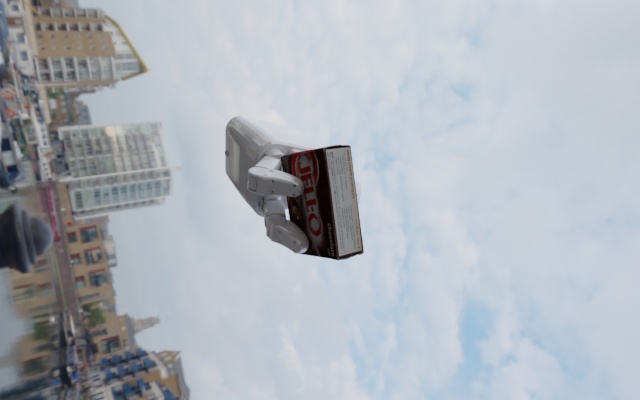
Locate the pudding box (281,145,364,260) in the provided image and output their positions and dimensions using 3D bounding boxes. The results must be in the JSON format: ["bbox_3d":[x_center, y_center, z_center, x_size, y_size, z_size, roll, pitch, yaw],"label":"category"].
[{"bbox_3d":[0.000,0.002,0.502,0.039,0.113,0.090,-12,6,-30],"label":"pudding box"}]
